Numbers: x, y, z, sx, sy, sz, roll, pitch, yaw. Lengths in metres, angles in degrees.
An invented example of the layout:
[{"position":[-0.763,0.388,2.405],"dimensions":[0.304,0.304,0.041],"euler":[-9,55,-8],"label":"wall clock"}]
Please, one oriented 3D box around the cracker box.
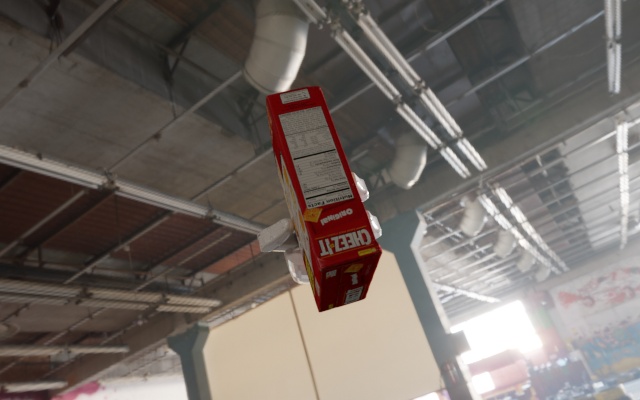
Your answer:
[{"position":[0.000,0.002,0.557],"dimensions":[0.072,0.213,0.164],"euler":[-15,-25,-8],"label":"cracker box"}]
